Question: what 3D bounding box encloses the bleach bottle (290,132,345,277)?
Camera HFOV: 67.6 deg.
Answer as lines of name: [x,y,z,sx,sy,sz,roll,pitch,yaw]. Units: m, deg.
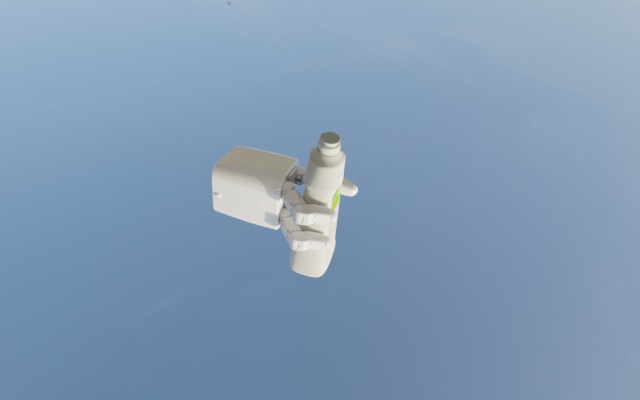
bleach bottle: [0.000,0.002,0.728,0.068,0.251,0.102,15,43,6]
